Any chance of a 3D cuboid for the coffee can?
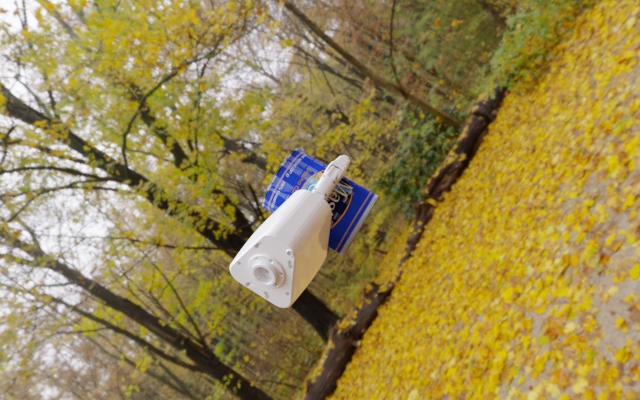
[{"bbox_3d":[0.000,0.002,0.701,0.140,0.103,0.103,31,3,6],"label":"coffee can"}]
